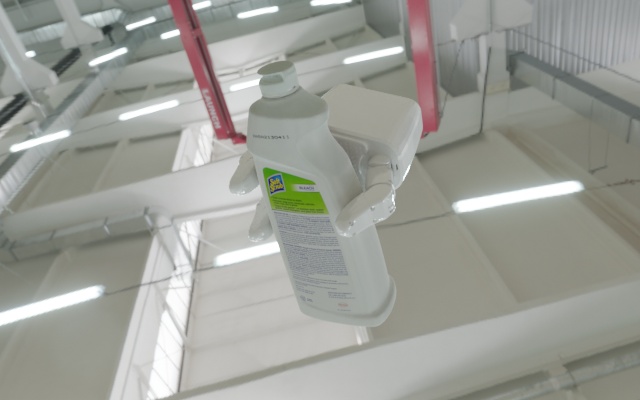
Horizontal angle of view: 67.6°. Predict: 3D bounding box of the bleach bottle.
[{"bbox_3d":[0.000,0.001,0.427,0.102,0.251,0.068,2,36,24],"label":"bleach bottle"}]
